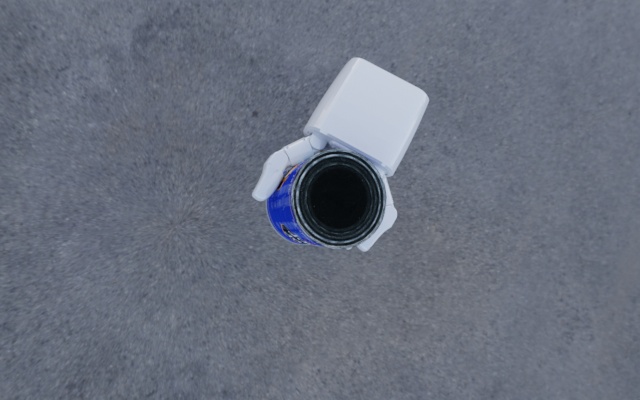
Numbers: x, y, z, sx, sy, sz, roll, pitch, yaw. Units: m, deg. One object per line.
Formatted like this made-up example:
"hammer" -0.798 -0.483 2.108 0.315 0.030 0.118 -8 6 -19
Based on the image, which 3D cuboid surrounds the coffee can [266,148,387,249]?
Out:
"coffee can" 0.000 0.002 0.547 0.103 0.103 0.140 0 -3 -17
